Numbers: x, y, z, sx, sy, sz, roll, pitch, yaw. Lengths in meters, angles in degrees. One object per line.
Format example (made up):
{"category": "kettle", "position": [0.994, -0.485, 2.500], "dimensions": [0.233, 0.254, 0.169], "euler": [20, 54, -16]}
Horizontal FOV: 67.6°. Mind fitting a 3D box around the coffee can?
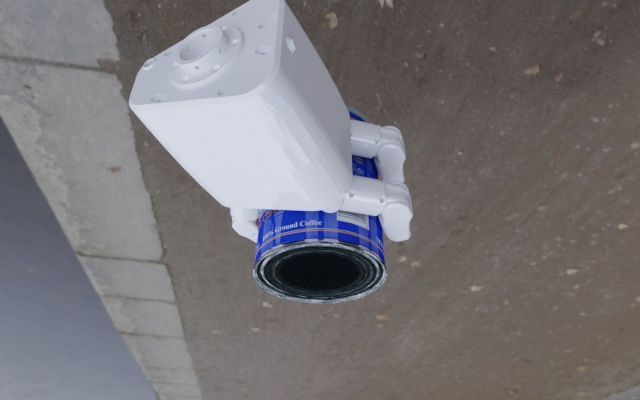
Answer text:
{"category": "coffee can", "position": [0.000, 0.001, 0.403], "dimensions": [0.103, 0.140, 0.103], "euler": [0, -35, 0]}
